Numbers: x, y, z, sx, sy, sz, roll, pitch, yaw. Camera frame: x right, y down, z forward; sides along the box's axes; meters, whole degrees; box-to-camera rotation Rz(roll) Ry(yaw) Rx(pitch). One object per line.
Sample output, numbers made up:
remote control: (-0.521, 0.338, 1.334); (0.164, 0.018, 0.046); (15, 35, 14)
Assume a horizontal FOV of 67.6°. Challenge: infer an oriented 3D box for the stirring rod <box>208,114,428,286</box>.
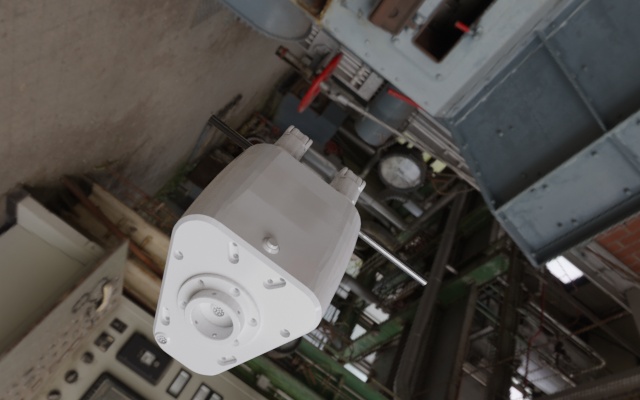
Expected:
stirring rod: (0.000, 0.001, 0.424); (0.239, 0.011, 0.011); (37, -4, -5)
